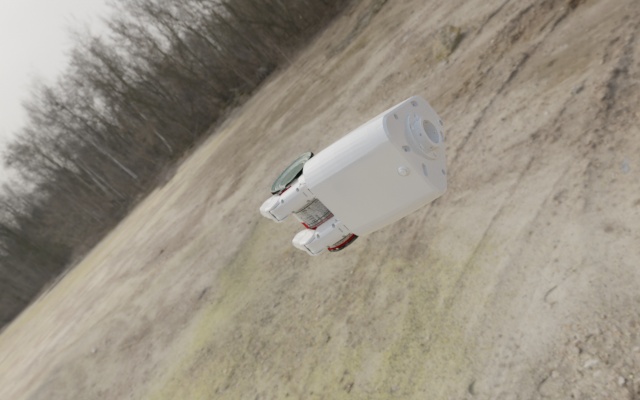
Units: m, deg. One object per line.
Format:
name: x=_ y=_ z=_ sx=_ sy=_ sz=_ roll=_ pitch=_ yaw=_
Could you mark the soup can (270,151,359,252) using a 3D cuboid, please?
soup can: x=0.000 y=0.002 z=0.554 sx=0.102 sy=0.068 sz=0.068 roll=45 pitch=-17 yaw=-17
